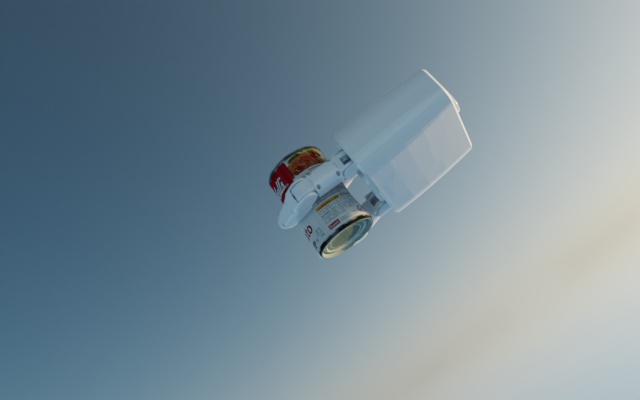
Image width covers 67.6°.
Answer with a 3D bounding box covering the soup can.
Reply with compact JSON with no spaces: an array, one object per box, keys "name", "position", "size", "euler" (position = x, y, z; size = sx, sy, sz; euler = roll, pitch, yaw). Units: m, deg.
[{"name":"soup can","position":[0.000,0.002,0.505],"size":[0.068,0.102,0.068],"euler":[-30,-24,-15]}]
